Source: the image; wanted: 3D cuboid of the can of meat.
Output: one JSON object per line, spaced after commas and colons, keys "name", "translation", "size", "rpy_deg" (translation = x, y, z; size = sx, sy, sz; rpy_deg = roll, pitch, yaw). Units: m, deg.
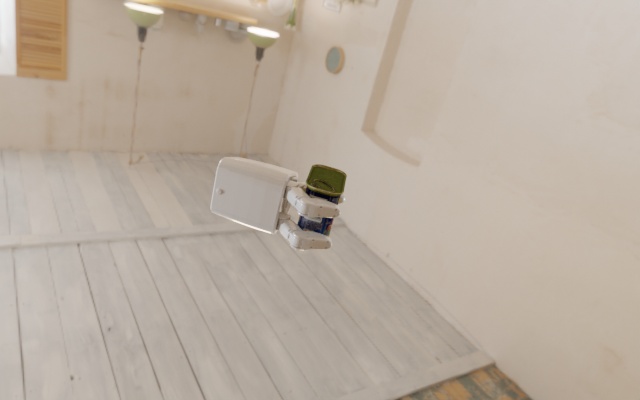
{"name": "can of meat", "translation": [0.000, 0.003, 0.736], "size": [0.057, 0.084, 0.102], "rpy_deg": [16, 24, 0]}
